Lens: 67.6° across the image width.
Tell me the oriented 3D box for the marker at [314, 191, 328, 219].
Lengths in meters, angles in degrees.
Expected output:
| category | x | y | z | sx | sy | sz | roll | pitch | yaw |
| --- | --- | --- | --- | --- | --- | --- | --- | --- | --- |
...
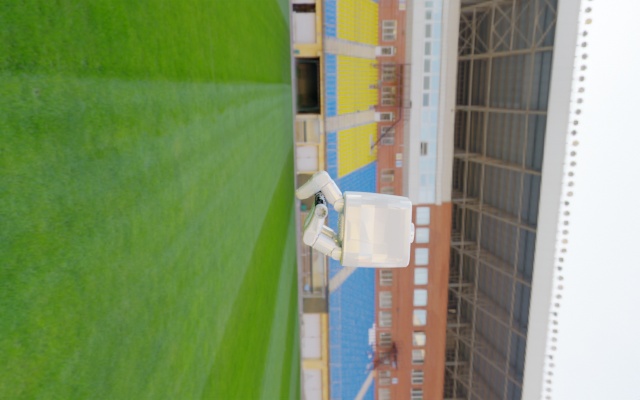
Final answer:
| category | x | y | z | sx | sy | sz | roll | pitch | yaw |
| --- | --- | --- | --- | --- | --- | --- | --- | --- | --- |
| marker | 0.000 | 0.002 | 0.724 | 0.020 | 0.020 | 0.121 | 0 | 14 | -1 |
